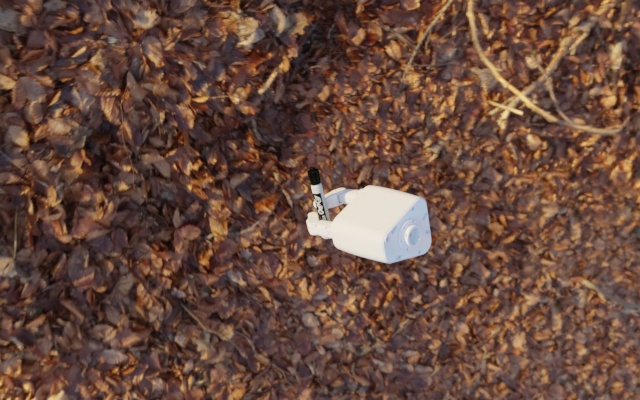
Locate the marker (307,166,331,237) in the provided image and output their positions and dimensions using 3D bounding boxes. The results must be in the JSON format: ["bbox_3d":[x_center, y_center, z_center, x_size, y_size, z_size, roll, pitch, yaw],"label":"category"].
[{"bbox_3d":[0.000,0.003,0.767,0.020,0.121,0.020,-12,22,5],"label":"marker"}]
